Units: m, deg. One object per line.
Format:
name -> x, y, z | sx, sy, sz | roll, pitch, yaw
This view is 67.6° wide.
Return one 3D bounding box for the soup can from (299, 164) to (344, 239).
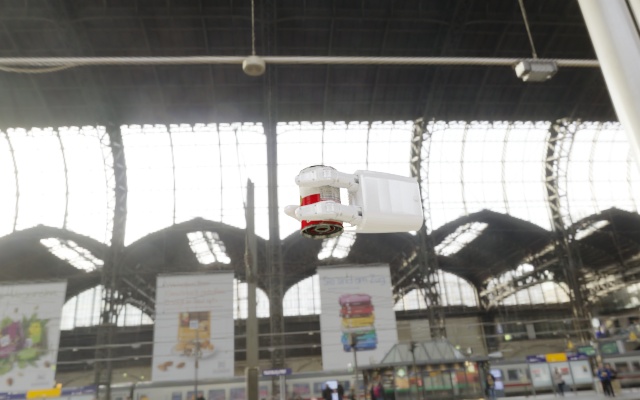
soup can -> 0.000, 0.002, 0.755 | 0.068, 0.102, 0.068 | -3, -22, -1
